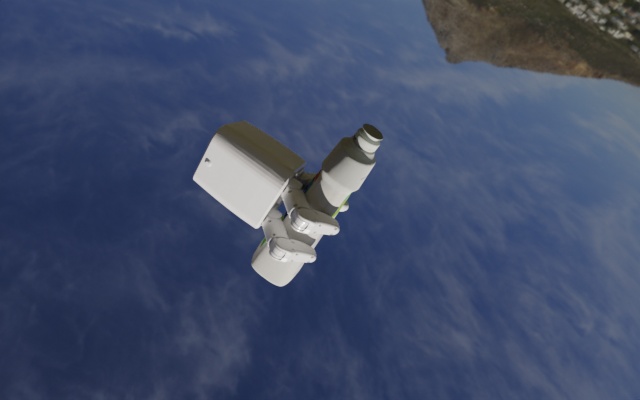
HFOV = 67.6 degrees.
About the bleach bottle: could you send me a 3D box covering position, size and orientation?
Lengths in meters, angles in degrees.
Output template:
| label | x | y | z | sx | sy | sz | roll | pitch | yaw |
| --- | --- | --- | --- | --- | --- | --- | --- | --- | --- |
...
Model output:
| label | x | y | z | sx | sy | sz | roll | pitch | yaw |
| --- | --- | --- | --- | --- | --- | --- | --- | --- | --- |
| bleach bottle | 0.000 | 0.002 | 0.621 | 0.068 | 0.251 | 0.102 | 36 | 33 | -1 |
